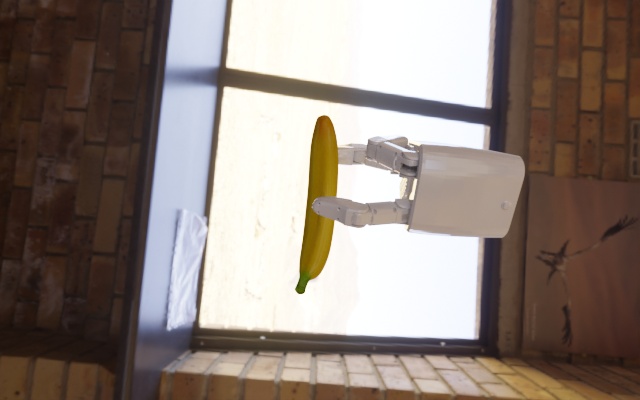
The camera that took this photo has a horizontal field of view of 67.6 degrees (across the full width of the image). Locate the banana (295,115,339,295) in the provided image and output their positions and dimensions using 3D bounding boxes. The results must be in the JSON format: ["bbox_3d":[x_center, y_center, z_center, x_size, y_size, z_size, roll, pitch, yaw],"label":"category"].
[{"bbox_3d":[0.000,0.004,0.547,0.037,0.198,0.069,6,2,1],"label":"banana"}]
